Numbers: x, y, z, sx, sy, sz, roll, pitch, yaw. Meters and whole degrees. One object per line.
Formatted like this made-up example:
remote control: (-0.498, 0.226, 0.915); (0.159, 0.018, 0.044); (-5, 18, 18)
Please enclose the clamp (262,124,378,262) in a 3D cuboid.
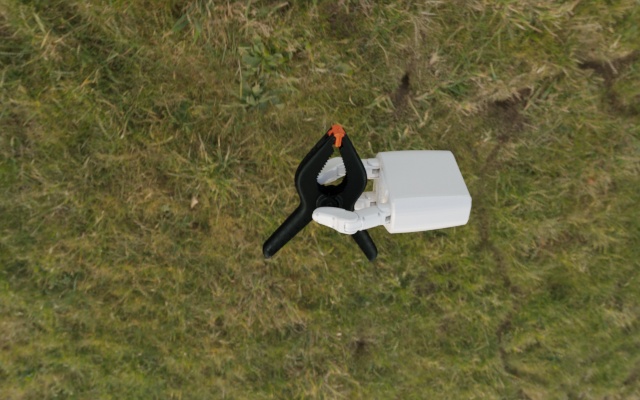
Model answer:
clamp: (0.000, 0.002, 0.634); (0.164, 0.210, 0.036); (-4, 33, -5)
